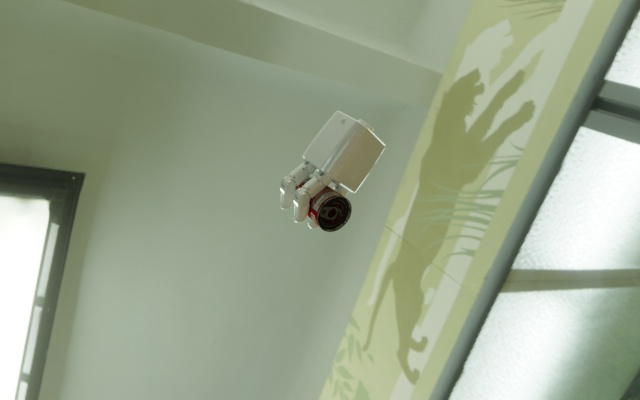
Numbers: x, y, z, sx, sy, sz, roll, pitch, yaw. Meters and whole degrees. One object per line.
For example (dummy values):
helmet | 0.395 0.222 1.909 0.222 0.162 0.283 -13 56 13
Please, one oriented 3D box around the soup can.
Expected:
soup can | 0.000 0.003 0.852 0.068 0.068 0.102 0 25 -33
